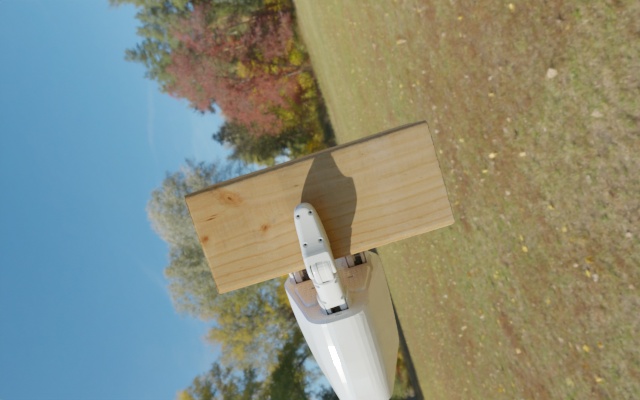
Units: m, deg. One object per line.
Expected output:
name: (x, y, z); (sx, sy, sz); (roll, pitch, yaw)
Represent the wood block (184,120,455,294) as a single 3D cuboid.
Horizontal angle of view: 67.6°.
wood block: (0.000, 0.002, 0.431); (0.206, 0.090, 0.091); (-17, 8, 2)
